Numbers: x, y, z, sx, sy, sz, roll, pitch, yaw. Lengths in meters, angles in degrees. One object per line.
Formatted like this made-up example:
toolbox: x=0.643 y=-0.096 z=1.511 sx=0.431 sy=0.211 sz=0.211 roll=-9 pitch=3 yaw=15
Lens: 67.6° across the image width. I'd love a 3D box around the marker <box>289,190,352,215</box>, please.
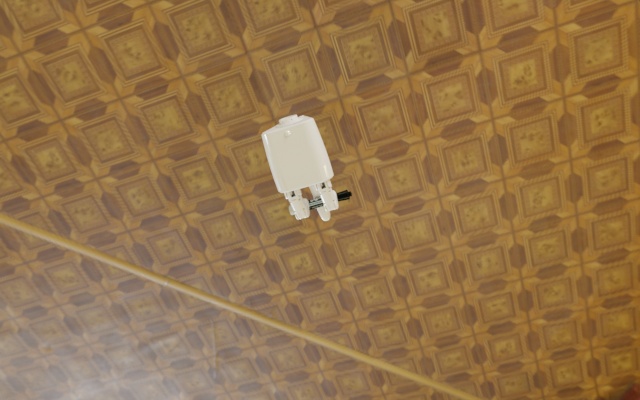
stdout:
marker: x=0.000 y=0.003 z=0.897 sx=0.121 sy=0.020 sz=0.020 roll=-16 pitch=-3 yaw=9
